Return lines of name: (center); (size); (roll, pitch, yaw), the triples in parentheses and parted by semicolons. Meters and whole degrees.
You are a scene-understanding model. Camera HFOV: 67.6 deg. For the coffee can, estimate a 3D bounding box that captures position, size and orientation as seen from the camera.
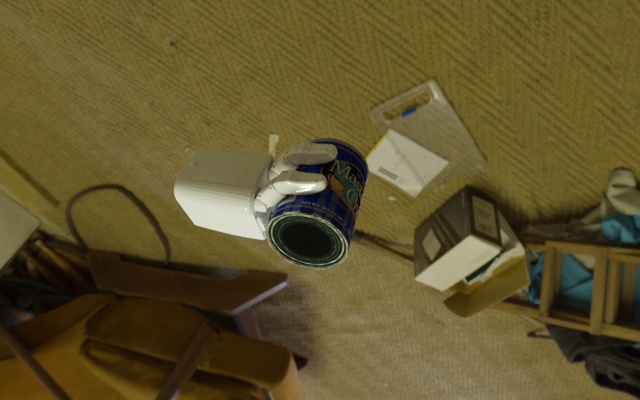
coffee can: (0.000, 0.002, 0.616); (0.103, 0.103, 0.140); (0, 44, 19)
